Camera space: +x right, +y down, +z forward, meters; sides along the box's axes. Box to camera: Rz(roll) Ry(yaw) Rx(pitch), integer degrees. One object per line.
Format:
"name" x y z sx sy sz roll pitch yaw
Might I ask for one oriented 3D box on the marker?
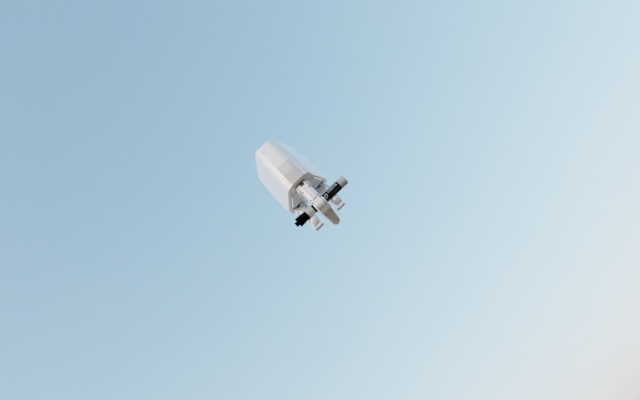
"marker" 0.000 0.003 0.854 0.121 0.020 0.020 -43 4 -4
